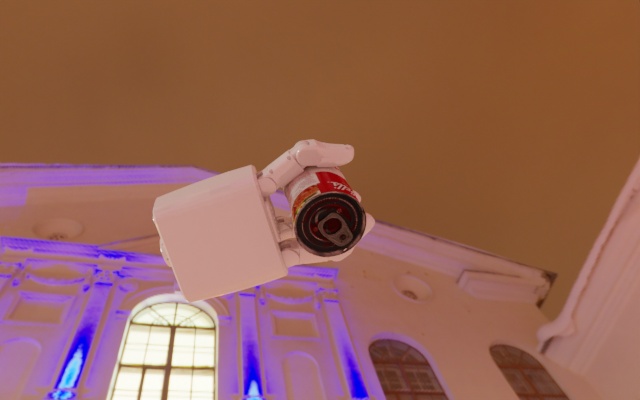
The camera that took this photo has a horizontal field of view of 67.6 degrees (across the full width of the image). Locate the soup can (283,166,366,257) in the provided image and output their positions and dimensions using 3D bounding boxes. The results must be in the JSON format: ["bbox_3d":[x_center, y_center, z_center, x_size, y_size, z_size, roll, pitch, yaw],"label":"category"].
[{"bbox_3d":[0.000,0.001,0.481,0.068,0.068,0.102,0,26,-12],"label":"soup can"}]
